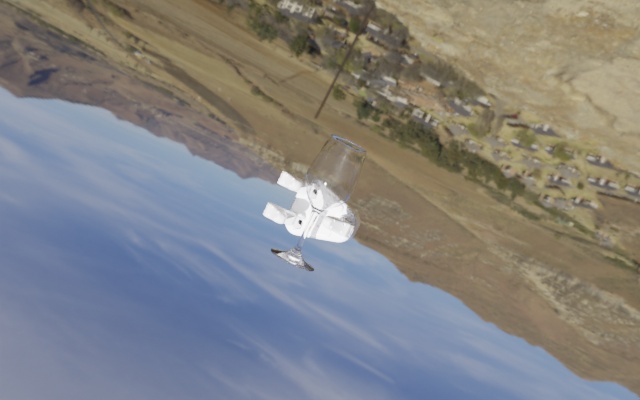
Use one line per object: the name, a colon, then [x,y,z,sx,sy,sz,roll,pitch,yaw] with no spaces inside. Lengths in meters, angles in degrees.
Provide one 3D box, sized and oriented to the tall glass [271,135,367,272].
tall glass: [0.000,0.003,0.732,0.079,0.201,0.079,26,2,-1]
